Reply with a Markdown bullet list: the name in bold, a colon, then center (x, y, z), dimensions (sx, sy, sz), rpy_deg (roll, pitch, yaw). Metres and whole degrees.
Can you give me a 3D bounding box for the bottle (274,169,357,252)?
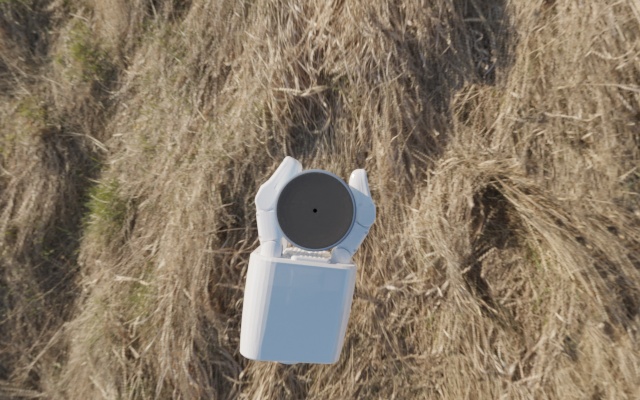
- **bottle**: center (0.000, 0.002, 0.527), dimensions (0.069, 0.069, 0.295), rpy_deg (0, 3, 2)
